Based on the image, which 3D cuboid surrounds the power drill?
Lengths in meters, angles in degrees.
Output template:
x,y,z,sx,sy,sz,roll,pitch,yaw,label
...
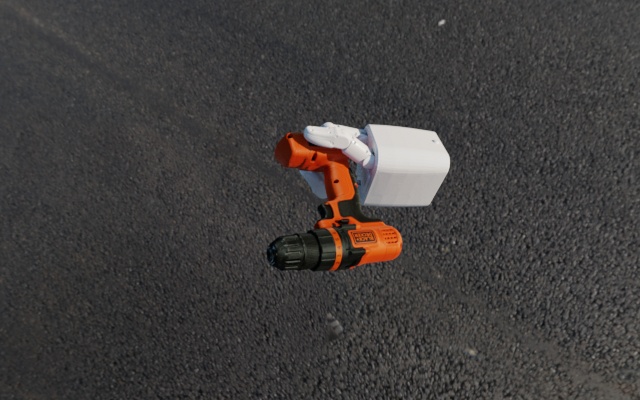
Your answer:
x,y,z,sx,sy,sz,roll,pitch,yaw,label
0.000,0.002,0.614,0.184,0.187,0.057,-1,-30,-32,power drill
